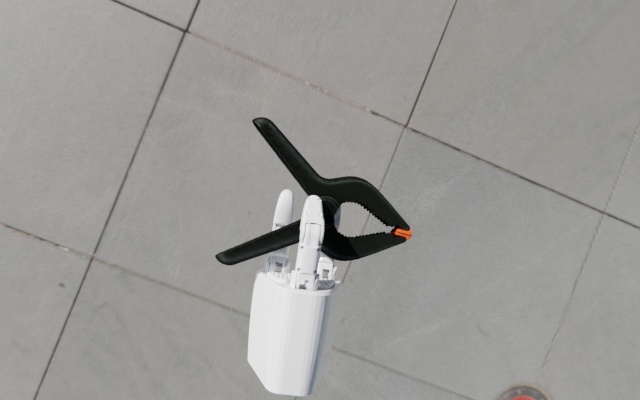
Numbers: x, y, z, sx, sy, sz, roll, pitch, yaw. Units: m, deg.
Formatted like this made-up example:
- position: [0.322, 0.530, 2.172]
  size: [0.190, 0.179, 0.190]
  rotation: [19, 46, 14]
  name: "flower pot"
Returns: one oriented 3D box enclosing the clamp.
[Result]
- position: [0.001, 0.002, 0.527]
  size: [0.210, 0.164, 0.036]
  rotation: [8, 0, -6]
  name: "clamp"
